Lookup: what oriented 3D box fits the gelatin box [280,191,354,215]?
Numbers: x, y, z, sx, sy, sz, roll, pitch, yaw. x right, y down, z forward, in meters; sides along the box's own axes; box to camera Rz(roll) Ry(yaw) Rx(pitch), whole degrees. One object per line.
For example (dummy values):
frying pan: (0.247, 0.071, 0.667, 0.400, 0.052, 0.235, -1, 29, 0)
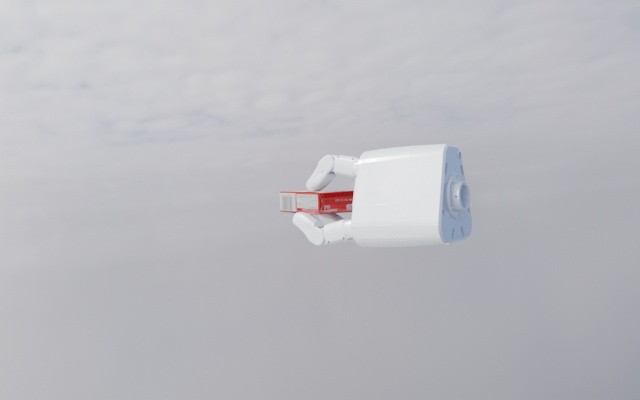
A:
gelatin box: (0.000, 0.002, 0.633, 0.073, 0.030, 0.089, -3, 4, -39)
